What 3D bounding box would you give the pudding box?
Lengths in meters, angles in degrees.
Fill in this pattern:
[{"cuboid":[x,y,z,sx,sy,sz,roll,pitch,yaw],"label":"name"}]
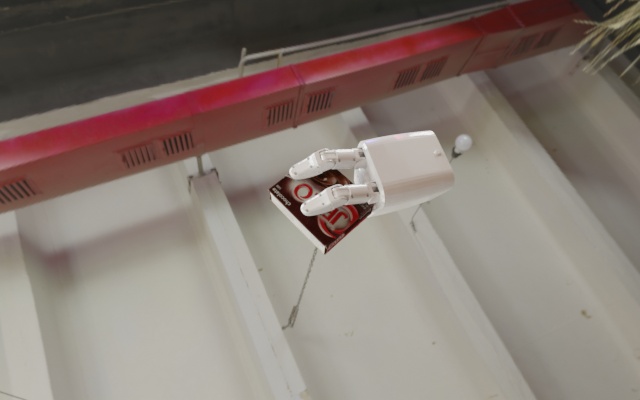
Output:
[{"cuboid":[0.000,0.002,0.637,0.090,0.113,0.039,-41,-19,-20],"label":"pudding box"}]
